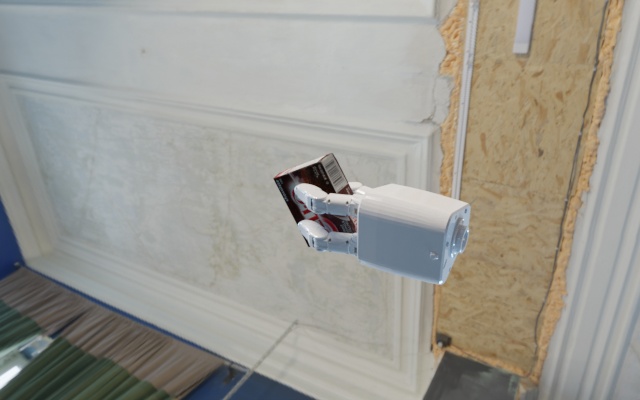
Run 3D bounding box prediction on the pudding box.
[{"bbox_3d":[0.000,0.002,0.639,0.090,0.113,0.039,-17,13,40],"label":"pudding box"}]
